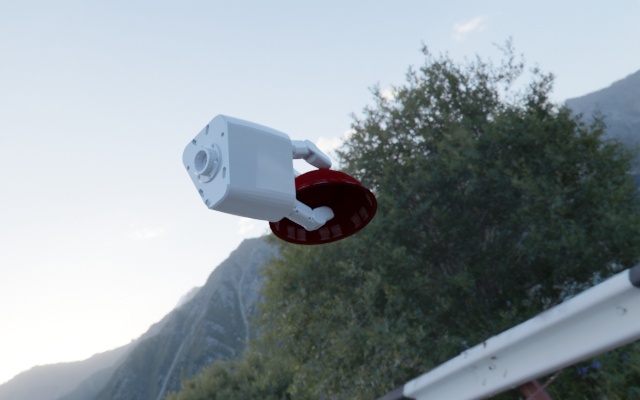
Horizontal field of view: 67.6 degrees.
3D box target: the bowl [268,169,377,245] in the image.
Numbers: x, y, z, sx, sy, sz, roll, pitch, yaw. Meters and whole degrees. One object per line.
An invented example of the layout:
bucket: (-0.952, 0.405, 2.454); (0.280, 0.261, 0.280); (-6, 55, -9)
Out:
bowl: (0.001, 0.003, 0.711); (0.162, 0.055, 0.162); (-8, -35, -6)
